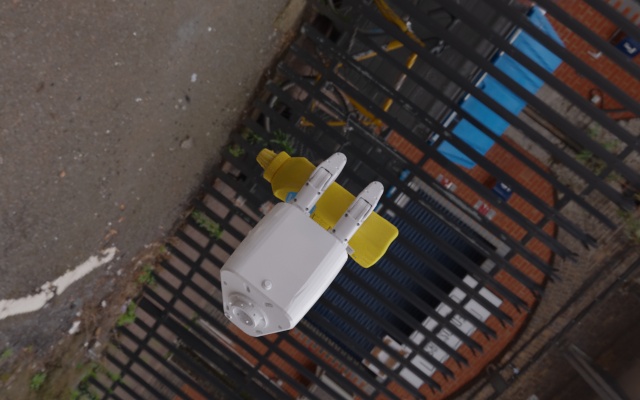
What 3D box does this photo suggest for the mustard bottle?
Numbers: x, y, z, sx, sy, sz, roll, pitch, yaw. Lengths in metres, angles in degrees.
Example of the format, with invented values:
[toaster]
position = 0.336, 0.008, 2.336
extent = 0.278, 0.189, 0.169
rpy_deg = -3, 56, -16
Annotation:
[mustard bottle]
position = 0.000, 0.002, 0.585
extent = 0.191, 0.058, 0.096
rpy_deg = 38, -14, 4
